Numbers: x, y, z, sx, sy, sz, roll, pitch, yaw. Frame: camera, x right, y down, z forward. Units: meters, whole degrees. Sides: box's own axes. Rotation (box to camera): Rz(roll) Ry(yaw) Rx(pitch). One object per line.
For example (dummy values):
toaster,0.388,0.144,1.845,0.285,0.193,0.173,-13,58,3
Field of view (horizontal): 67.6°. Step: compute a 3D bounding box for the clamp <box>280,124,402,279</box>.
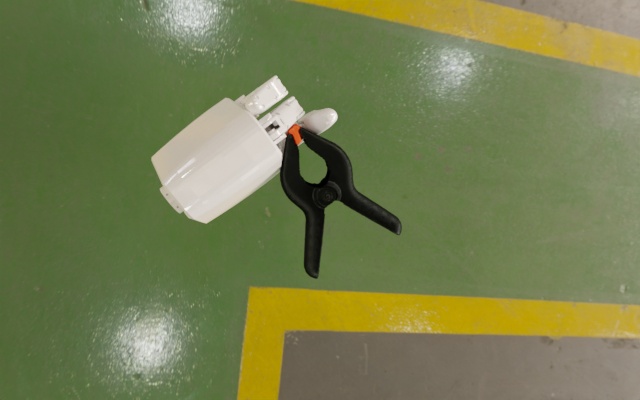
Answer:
clamp,0.000,0.002,0.525,0.120,0.171,0.039,-37,13,-5
